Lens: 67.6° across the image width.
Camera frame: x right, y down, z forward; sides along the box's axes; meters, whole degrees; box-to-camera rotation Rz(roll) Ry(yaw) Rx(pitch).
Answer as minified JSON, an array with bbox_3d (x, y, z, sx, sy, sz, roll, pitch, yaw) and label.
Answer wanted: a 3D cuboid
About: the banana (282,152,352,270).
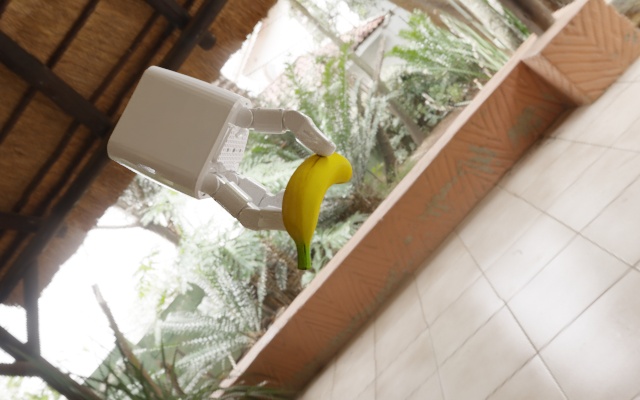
[{"bbox_3d":[-0.002,-0.013,0.484,0.037,0.070,0.197,4,29,16],"label":"banana"}]
